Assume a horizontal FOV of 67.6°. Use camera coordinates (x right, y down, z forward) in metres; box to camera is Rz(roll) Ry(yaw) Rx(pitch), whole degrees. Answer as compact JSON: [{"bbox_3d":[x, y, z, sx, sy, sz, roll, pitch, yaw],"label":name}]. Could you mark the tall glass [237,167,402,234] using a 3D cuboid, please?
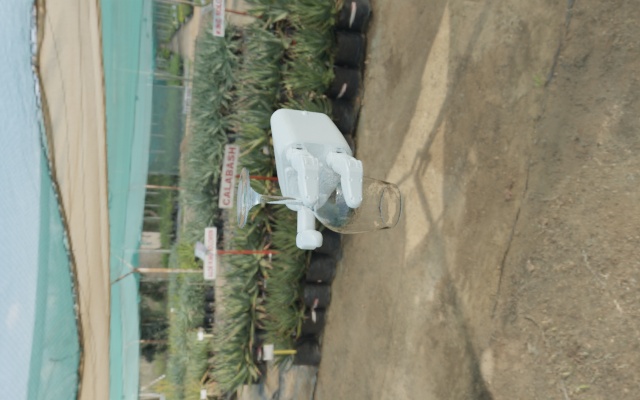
[{"bbox_3d":[-0.001,0.002,0.605,0.201,0.079,0.079,3,-1,-19],"label":"tall glass"}]
